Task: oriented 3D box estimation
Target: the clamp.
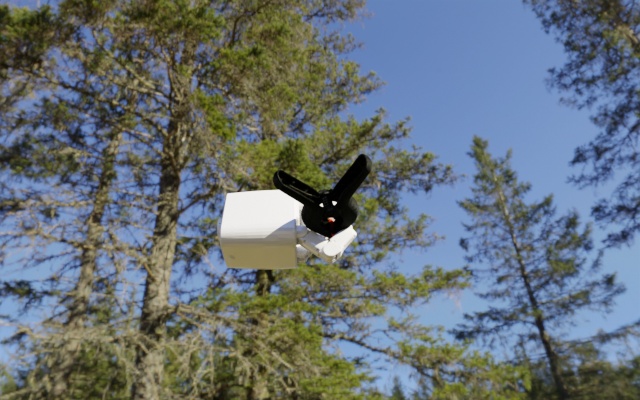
[{"bbox_3d":[0.000,0.002,0.631,0.120,0.039,0.172,-1,-36,-3],"label":"clamp"}]
